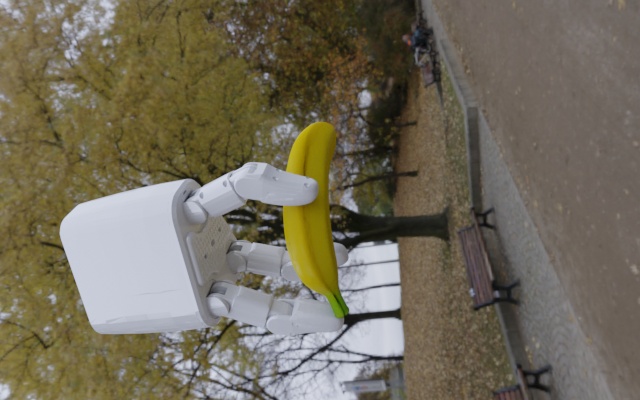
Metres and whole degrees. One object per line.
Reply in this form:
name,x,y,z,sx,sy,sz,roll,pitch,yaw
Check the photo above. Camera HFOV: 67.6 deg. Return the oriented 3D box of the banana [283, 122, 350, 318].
banana,-0.006,-0.006,0.399,0.037,0.197,0.070,-11,-36,14
